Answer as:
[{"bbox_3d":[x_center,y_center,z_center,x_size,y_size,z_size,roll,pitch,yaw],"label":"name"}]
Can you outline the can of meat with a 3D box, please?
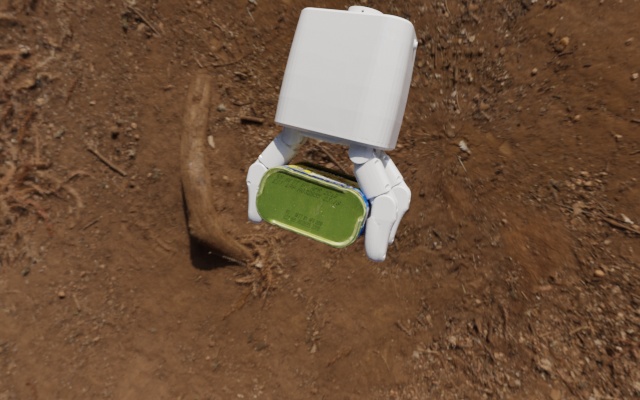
[{"bbox_3d":[0.000,0.002,0.442,0.102,0.057,0.084,18,10,12],"label":"can of meat"}]
